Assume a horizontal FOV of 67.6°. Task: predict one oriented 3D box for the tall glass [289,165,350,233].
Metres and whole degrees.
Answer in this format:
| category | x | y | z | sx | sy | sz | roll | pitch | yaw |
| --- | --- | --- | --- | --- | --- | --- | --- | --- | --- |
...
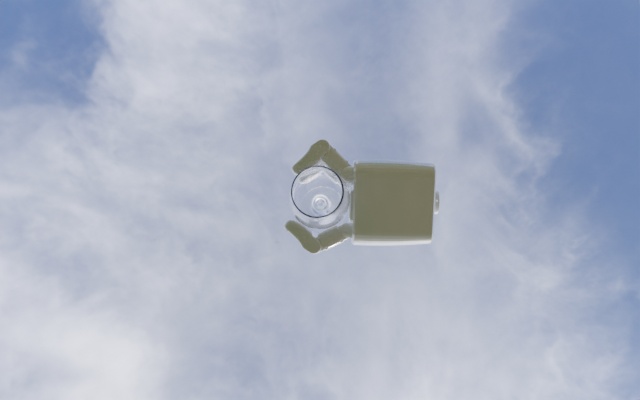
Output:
| category | x | y | z | sx | sy | sz | roll | pitch | yaw |
| --- | --- | --- | --- | --- | --- | --- | --- | --- | --- |
| tall glass | 0.000 | 0.002 | 0.648 | 0.079 | 0.079 | 0.201 | 0 | -7 | 2 |
